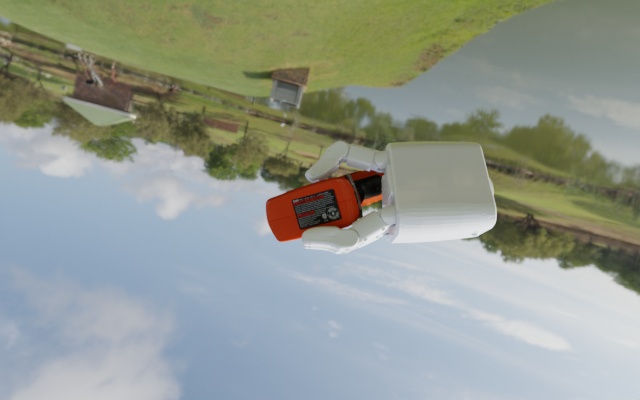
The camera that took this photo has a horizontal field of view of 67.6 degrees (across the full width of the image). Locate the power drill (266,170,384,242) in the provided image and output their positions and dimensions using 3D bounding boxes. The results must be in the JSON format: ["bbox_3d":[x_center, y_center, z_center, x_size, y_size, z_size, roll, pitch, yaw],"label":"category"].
[{"bbox_3d":[0.000,0.002,0.611,0.184,0.057,0.187,-18,4,18],"label":"power drill"}]
